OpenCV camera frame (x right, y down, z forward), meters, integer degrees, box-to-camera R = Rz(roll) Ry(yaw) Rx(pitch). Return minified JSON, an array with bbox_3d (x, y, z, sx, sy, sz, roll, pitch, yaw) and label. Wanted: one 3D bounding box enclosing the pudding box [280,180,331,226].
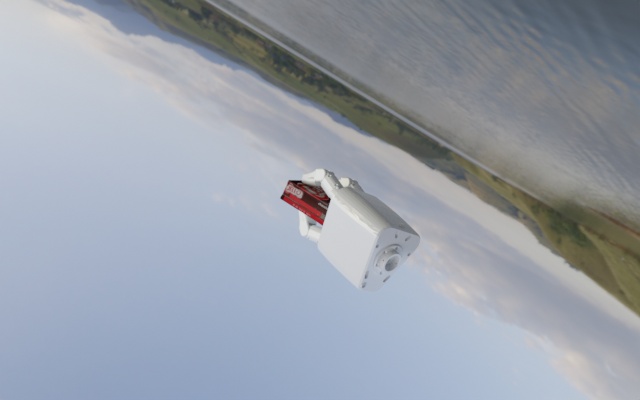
[{"bbox_3d":[0.000,0.003,0.768,0.090,0.039,0.113,33,12,18],"label":"pudding box"}]
